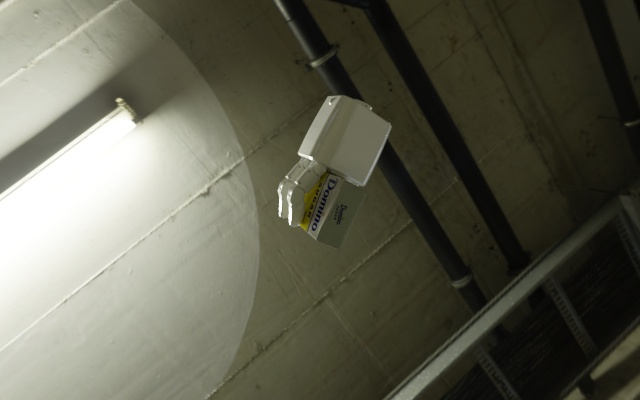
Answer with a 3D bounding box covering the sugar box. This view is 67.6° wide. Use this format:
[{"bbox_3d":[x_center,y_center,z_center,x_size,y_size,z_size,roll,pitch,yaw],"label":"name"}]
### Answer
[{"bbox_3d":[0.000,0.002,0.729,0.048,0.093,0.176,25,2,-21],"label":"sugar box"}]
